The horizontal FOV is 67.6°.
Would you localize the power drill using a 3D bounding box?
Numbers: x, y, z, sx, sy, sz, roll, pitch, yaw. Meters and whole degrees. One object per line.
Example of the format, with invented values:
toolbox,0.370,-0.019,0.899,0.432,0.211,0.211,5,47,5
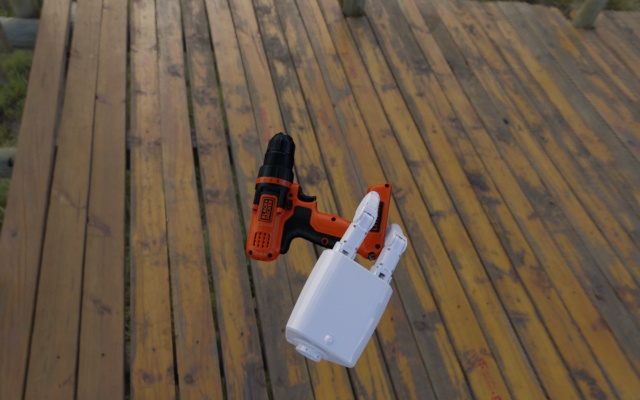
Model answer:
power drill,0.001,0.002,0.657,0.187,0.184,0.057,8,-12,7
